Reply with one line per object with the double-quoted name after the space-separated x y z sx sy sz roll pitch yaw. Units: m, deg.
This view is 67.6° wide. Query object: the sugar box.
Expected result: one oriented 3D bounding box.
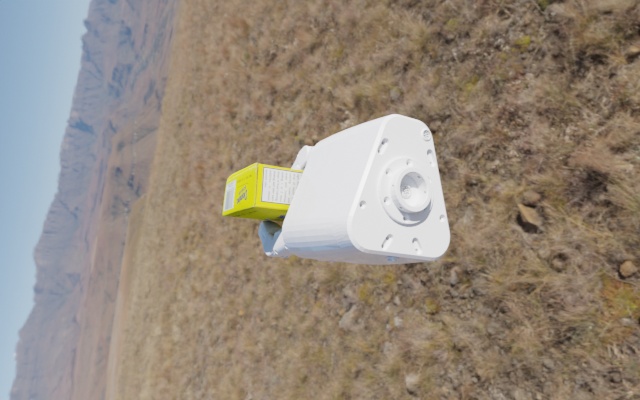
0.000 0.002 0.483 0.176 0.048 0.093 10 -10 -27 "sugar box"
